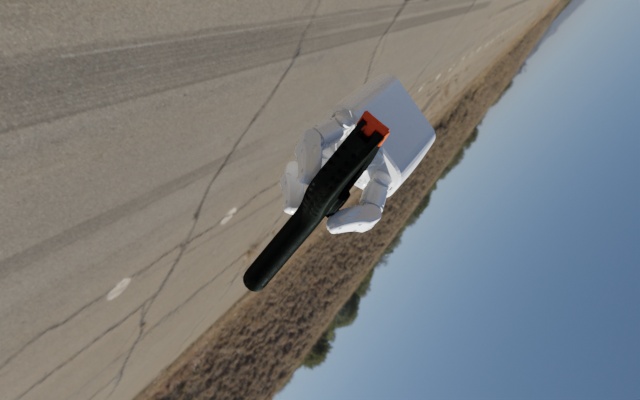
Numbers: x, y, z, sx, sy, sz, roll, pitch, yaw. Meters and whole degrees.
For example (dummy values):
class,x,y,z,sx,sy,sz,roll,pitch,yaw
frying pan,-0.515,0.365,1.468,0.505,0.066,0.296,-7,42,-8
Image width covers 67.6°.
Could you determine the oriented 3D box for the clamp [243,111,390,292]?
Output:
class,x,y,z,sx,sy,sz,roll,pitch,yaw
clamp,0.001,0.002,0.470,0.164,0.036,0.210,-45,-8,-39
